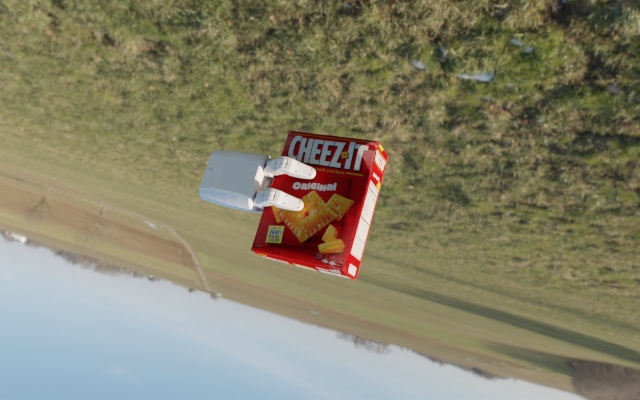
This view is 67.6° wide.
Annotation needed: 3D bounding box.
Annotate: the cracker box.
[{"bbox_3d":[0.000,0.003,0.767,0.164,0.213,0.072,10,-14,23],"label":"cracker box"}]
